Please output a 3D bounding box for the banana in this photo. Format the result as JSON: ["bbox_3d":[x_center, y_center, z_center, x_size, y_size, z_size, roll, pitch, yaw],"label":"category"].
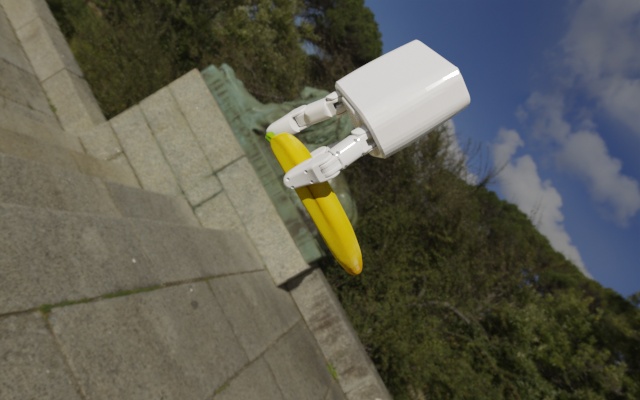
[{"bbox_3d":[-0.002,-0.001,0.535,0.037,0.198,0.069,-30,-1,0],"label":"banana"}]
